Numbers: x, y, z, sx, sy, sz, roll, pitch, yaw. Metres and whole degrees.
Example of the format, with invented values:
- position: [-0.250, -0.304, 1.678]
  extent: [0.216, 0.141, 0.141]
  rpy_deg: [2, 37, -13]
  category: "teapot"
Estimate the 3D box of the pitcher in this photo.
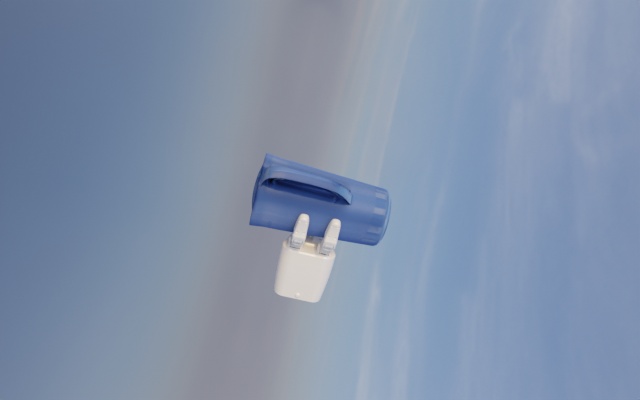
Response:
- position: [0.000, 0.003, 0.856]
  extent: [0.243, 0.145, 0.149]
  rpy_deg: [13, 24, -5]
  category: "pitcher"
